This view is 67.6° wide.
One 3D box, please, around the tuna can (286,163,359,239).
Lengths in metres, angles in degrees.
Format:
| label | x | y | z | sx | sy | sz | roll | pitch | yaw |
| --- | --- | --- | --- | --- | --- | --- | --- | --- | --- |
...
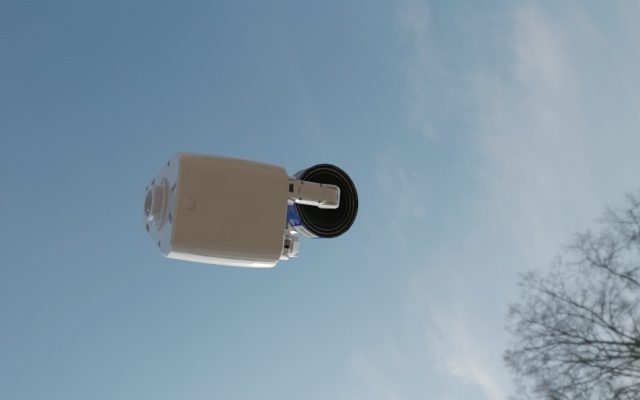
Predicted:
| label | x | y | z | sx | sy | sz | roll | pitch | yaw |
| --- | --- | --- | --- | --- | --- | --- | --- | --- | --- |
| tuna can | 0.000 | 0.002 | 0.555 | 0.086 | 0.086 | 0.034 | 0 | -5 | -32 |
